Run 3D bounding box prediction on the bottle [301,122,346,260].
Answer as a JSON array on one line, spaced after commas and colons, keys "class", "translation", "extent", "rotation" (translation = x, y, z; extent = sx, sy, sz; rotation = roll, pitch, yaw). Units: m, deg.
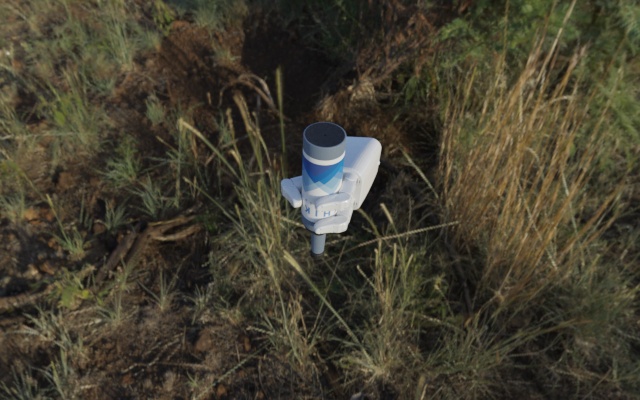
[{"class": "bottle", "translation": [0.000, 0.003, 0.834], "extent": [0.069, 0.069, 0.296], "rotation": [2, -45, -2]}]
